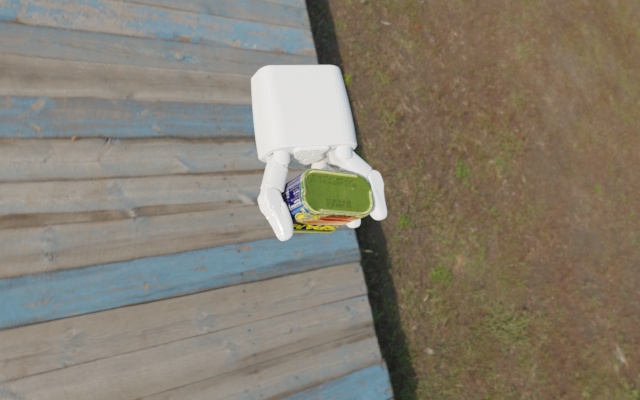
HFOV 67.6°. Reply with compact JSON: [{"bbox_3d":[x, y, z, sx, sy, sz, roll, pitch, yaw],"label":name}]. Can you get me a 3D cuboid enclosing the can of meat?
[{"bbox_3d":[0.000,0.002,0.570,0.102,0.057,0.084,5,-18,-32],"label":"can of meat"}]
